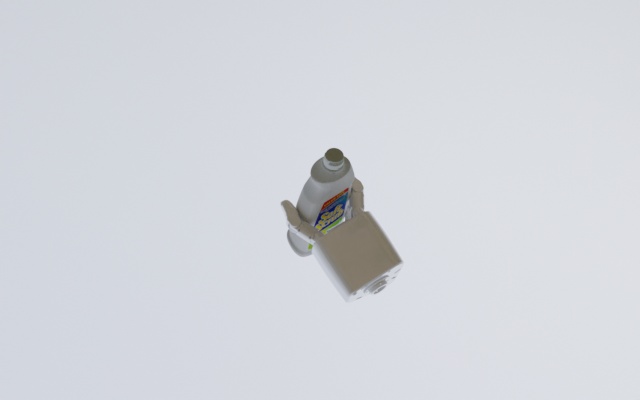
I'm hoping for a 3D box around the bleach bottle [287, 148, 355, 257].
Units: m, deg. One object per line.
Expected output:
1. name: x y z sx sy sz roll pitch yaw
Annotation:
1. bleach bottle: 0.000 0.003 0.811 0.102 0.068 0.251 -24 -26 -20
